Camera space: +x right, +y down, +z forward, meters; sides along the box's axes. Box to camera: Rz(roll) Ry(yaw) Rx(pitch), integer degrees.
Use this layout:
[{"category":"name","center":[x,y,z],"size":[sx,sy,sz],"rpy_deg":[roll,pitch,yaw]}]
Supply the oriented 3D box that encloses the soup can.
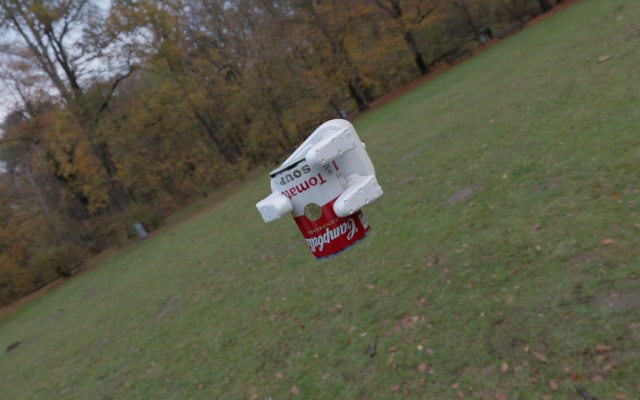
[{"category":"soup can","center":[0.000,0.002,0.496],"size":[0.068,0.102,0.068],"rpy_deg":[-28,9,5]}]
